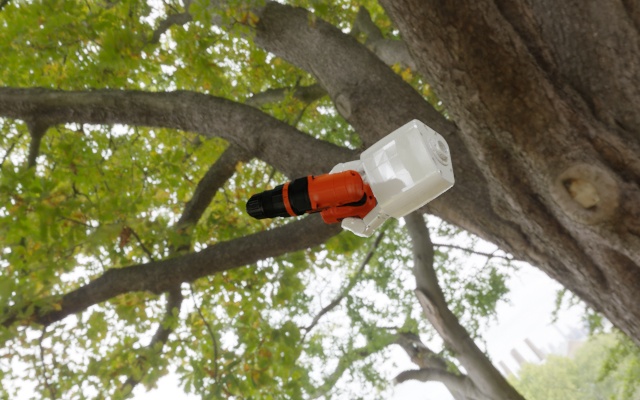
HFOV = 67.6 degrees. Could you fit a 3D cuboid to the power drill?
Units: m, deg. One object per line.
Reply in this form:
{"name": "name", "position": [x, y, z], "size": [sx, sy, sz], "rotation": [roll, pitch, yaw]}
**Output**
{"name": "power drill", "position": [0.001, 0.002, 0.752], "size": [0.184, 0.057, 0.187], "rotation": [-10, -8, 22]}
